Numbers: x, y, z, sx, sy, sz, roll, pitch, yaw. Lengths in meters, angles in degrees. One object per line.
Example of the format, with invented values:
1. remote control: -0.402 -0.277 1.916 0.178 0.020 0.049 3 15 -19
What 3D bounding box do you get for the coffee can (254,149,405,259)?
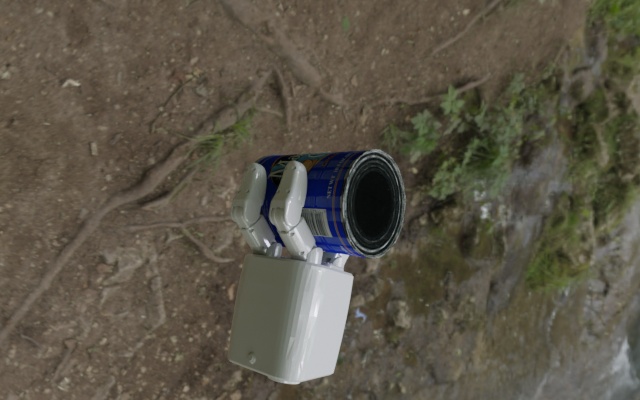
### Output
1. coffee can: 0.000 0.001 0.490 0.140 0.103 0.103 2 1 41
